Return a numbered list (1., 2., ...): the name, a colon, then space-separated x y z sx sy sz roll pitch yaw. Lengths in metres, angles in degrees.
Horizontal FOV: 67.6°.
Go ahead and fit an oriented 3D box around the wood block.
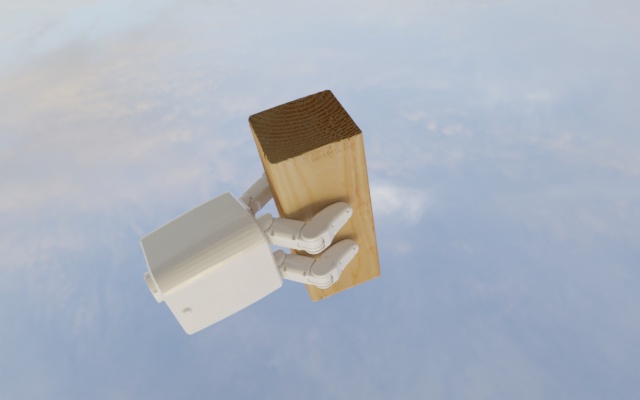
1. wood block: 0.000 0.002 0.513 0.090 0.206 0.090 -21 44 -8
